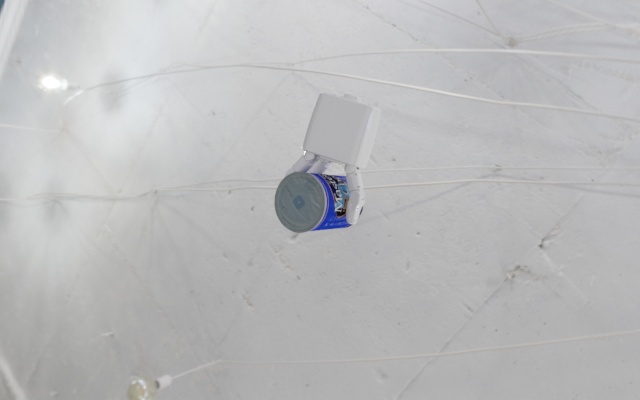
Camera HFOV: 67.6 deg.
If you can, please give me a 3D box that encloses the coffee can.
[{"bbox_3d":[0.000,0.003,0.853,0.103,0.103,0.140,0,0,32],"label":"coffee can"}]
